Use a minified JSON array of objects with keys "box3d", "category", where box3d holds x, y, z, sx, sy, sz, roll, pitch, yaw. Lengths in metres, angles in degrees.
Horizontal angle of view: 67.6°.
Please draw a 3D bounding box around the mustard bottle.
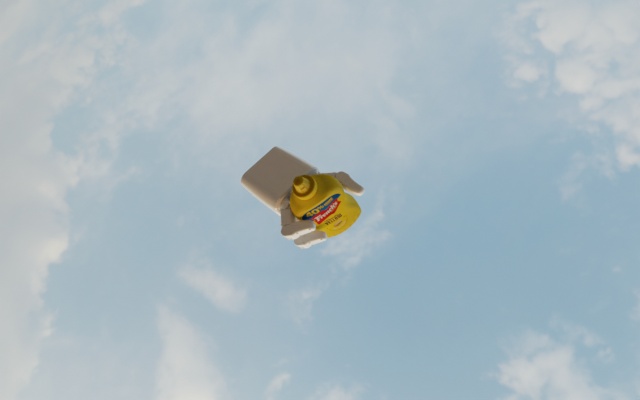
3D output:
[{"box3d":[0.000,0.003,0.834,0.096,0.058,0.192,-33,-31,8],"category":"mustard bottle"}]
